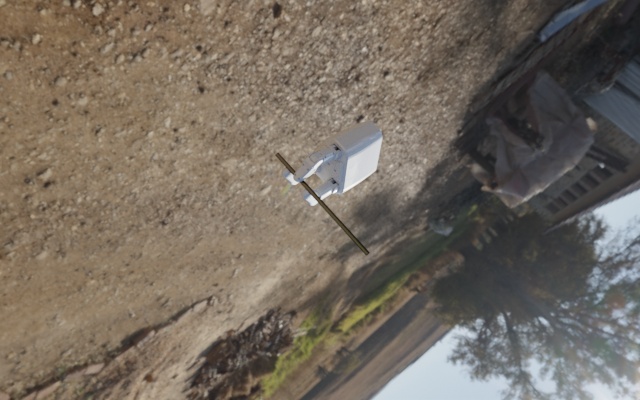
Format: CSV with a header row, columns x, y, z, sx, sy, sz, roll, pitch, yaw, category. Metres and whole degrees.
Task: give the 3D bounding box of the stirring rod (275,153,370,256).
x,y,z,sx,sy,sz,roll,pitch,yaw,category
0.000,0.003,0.817,0.011,0.239,0.011,-38,-17,-14,stirring rod
